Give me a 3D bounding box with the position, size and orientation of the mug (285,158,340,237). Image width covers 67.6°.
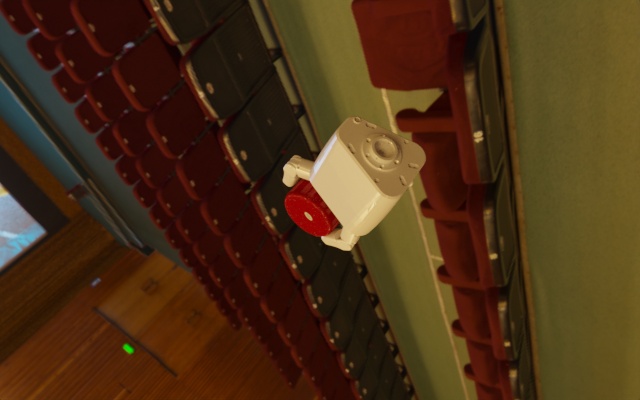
[{"bbox_3d":[0.000,0.003,0.693,0.093,0.081,0.117,38,-31,5],"label":"mug"}]
